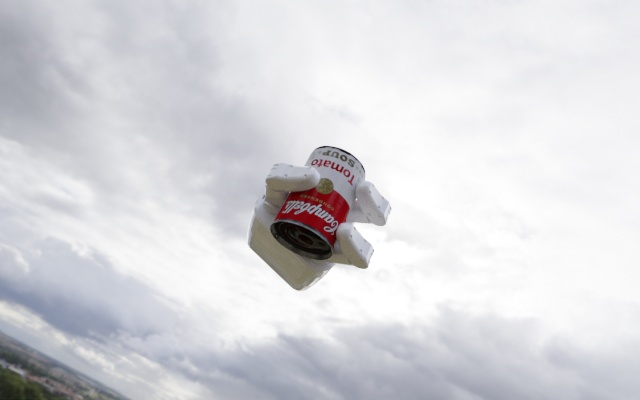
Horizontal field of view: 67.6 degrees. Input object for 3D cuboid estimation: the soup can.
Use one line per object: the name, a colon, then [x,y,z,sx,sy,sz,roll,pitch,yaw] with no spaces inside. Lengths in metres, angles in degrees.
soup can: [0.000,0.001,0.499,0.068,0.102,0.068,20,-30,12]
